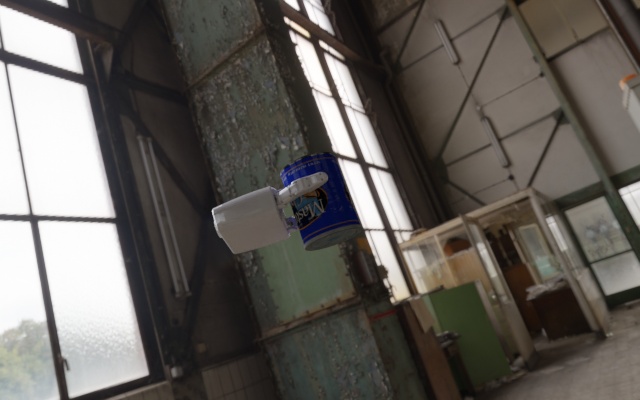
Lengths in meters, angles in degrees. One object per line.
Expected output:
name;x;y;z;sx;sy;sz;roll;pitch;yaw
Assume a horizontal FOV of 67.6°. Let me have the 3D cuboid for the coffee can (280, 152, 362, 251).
coffee can;0.000;0.003;0.817;0.103;0.140;0.103;-18;-16;-5
